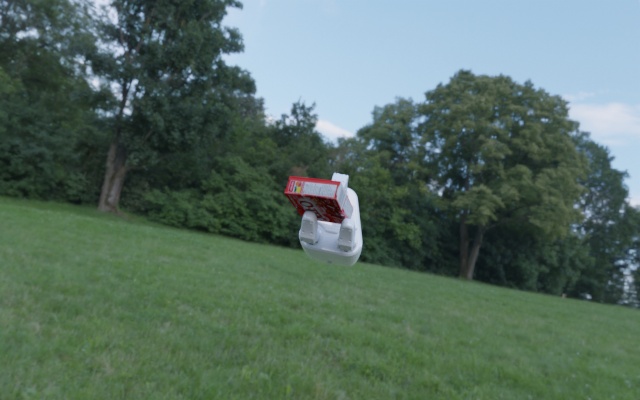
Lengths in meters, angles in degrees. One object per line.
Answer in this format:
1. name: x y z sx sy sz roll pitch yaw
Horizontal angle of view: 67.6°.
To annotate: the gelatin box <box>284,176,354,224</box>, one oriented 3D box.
1. gelatin box: 0.000 0.002 0.653 0.073 0.030 0.089 7 -23 19
